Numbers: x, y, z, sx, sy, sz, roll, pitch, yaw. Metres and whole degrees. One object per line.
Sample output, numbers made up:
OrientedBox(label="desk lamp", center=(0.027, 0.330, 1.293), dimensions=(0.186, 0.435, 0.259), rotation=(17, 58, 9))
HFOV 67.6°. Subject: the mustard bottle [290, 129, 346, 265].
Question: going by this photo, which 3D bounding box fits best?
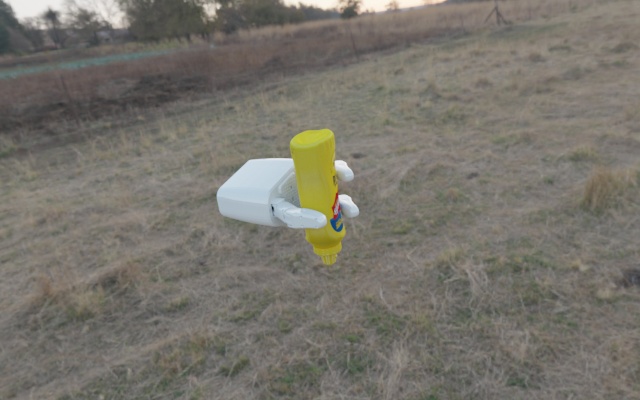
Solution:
OrientedBox(label="mustard bottle", center=(0.000, 0.002, 0.672), dimensions=(0.058, 0.192, 0.096), rotation=(-4, 20, 10))
